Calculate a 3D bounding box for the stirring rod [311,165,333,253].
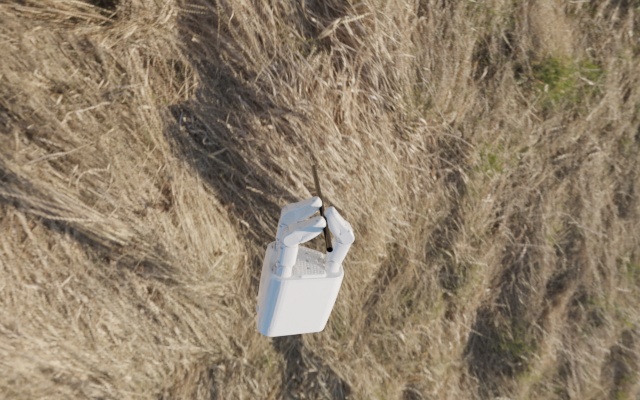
[{"bbox_3d":[0.000,0.002,0.676,0.011,0.011,0.239,0,28,-6],"label":"stirring rod"}]
